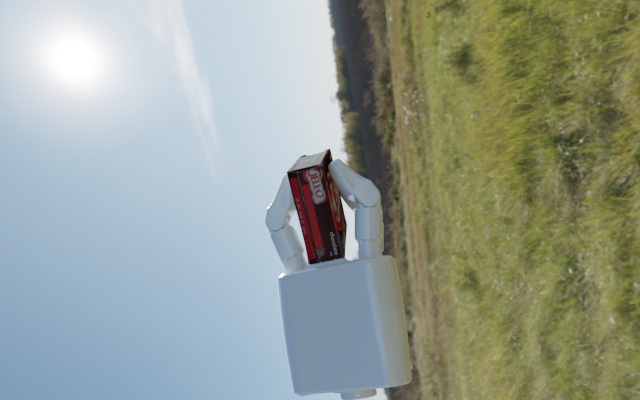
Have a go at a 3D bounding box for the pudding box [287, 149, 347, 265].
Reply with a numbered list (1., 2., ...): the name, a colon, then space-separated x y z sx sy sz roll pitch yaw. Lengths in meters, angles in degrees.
1. pudding box: 0.000 0.002 0.472 0.039 0.090 0.113 -11 12 5
